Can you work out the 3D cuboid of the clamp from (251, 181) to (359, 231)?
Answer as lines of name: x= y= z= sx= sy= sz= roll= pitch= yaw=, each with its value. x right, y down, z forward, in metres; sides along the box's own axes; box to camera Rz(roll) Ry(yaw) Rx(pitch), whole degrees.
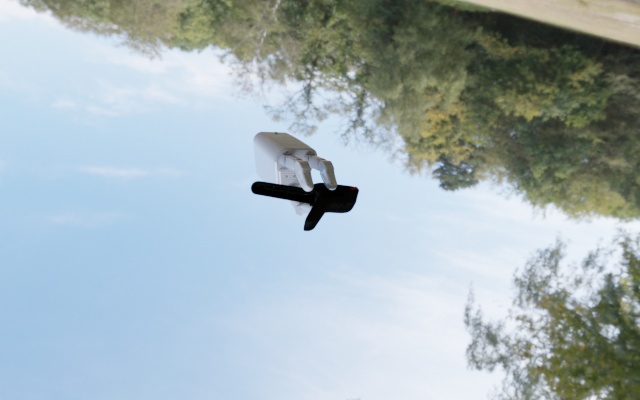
clamp: x=0.000 y=0.003 z=0.871 sx=0.210 sy=0.036 sz=0.164 roll=-4 pitch=29 yaw=-37
